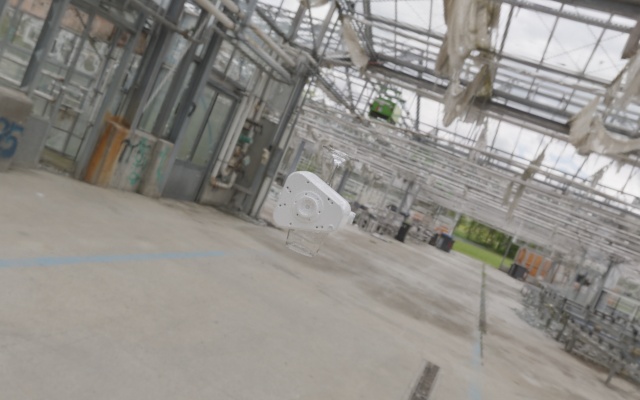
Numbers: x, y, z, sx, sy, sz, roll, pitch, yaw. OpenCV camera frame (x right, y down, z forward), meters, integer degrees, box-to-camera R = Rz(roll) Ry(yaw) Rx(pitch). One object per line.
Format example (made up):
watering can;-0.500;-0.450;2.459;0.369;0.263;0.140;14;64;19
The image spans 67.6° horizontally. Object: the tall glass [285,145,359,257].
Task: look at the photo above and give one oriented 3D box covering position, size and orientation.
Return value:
tall glass;0.000;0.002;0.899;0.079;0.201;0.079;23;3;-1
